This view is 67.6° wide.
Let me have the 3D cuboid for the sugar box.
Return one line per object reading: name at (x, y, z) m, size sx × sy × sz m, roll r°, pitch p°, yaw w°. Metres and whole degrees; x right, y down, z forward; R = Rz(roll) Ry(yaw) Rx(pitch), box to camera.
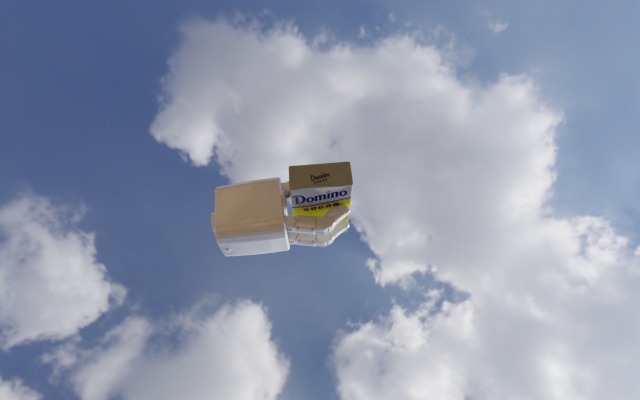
sugar box at (0.000, 0.003, 0.759) m, size 0.093 × 0.048 × 0.176 m, roll -5°, pitch -24°, yaw -2°
